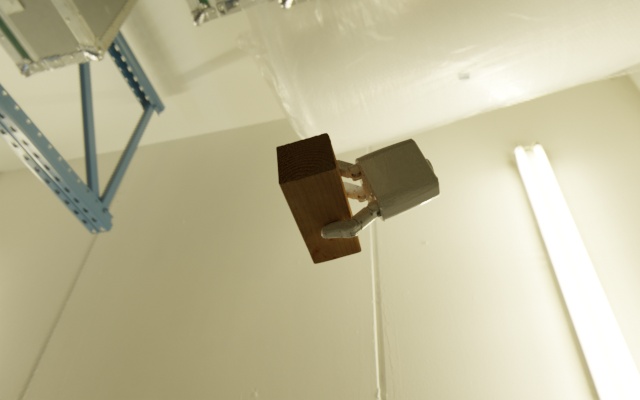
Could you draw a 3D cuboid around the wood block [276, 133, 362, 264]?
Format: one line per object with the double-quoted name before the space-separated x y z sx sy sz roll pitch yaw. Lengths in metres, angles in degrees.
"wood block" 0.001 0.003 0.797 0.090 0.090 0.206 -15 -45 5
